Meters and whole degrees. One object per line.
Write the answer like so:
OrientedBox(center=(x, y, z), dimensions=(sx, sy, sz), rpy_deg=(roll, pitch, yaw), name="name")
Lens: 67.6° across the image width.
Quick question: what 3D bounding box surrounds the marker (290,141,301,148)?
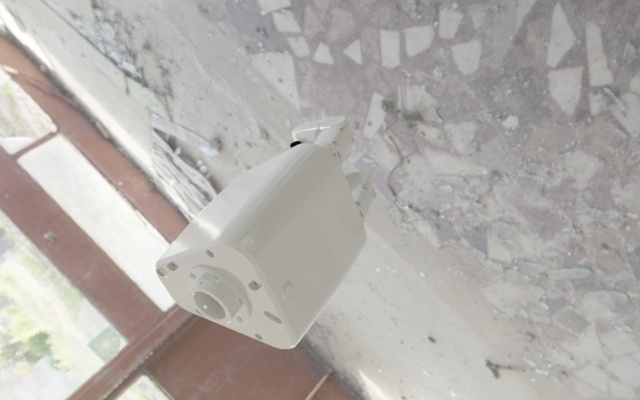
OrientedBox(center=(0.000, 0.001, 0.425), dimensions=(0.020, 0.121, 0.020), rpy_deg=(-18, 28, 10), name="marker")
